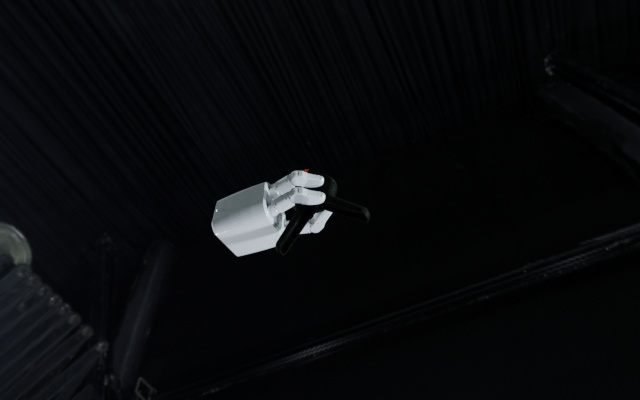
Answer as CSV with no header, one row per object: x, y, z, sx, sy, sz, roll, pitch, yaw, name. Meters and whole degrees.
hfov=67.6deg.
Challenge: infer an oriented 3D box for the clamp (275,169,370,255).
0.000,0.003,0.854,0.164,0.036,0.209,-17,34,9,clamp
